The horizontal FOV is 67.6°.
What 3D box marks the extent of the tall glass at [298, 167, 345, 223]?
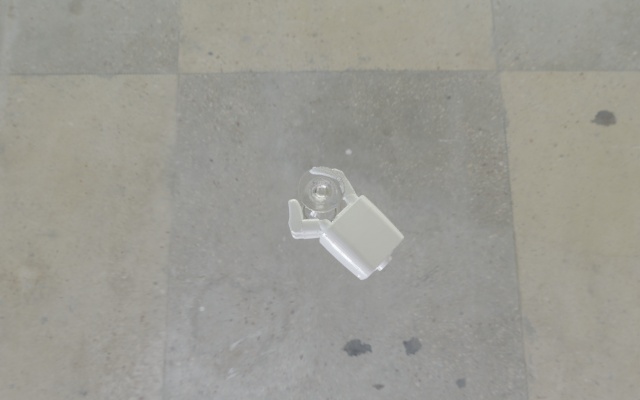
[{"bbox_3d":[0.000,0.002,0.851,0.079,0.079,0.201,0,-11,-1],"label":"tall glass"}]
